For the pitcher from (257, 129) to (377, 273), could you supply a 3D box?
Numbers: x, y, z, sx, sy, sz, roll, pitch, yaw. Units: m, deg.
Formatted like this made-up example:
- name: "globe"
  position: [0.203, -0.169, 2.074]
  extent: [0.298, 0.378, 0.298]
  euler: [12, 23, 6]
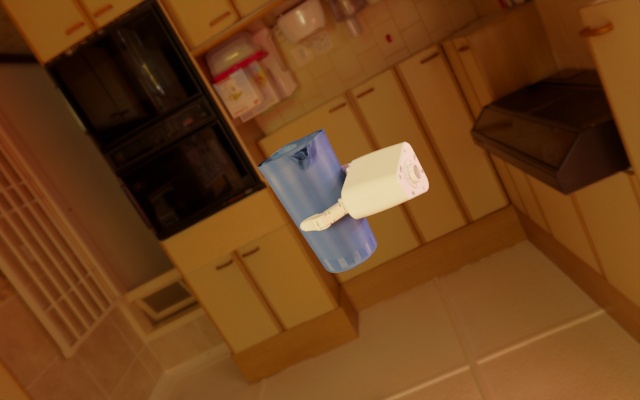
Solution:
- name: "pitcher"
  position: [0.000, 0.003, 0.869]
  extent: [0.145, 0.243, 0.149]
  euler: [-20, 16, 35]
